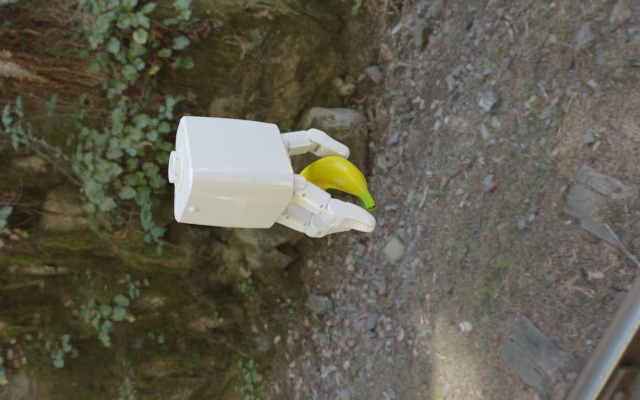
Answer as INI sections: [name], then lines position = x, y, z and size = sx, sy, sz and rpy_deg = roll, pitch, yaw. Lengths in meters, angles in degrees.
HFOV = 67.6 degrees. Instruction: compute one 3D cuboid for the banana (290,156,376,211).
[banana]
position = 0.001, -0.017, 0.597
size = 0.037, 0.069, 0.198
rpy_deg = 0, -4, -26
